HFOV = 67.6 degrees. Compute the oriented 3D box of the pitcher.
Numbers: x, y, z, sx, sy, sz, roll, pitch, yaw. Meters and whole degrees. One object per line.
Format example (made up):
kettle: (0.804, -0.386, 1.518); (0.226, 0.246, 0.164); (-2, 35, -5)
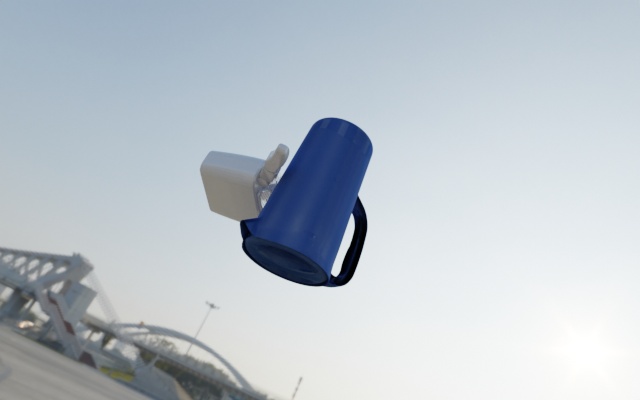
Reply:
pitcher: (0.000, 0.002, 0.718); (0.145, 0.242, 0.149); (14, -29, 21)
